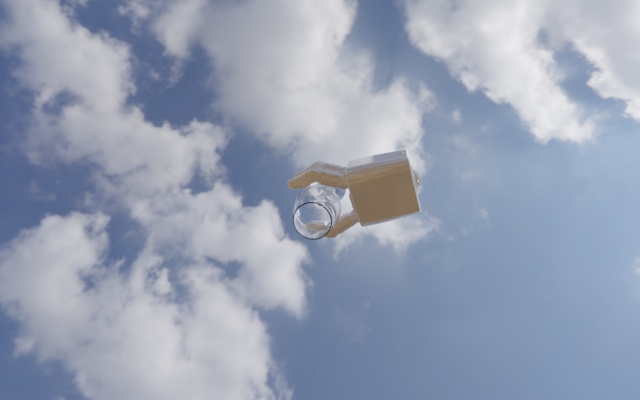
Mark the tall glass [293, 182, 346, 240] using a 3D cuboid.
[{"bbox_3d":[0.000,0.003,0.828,0.079,0.079,0.201,0,17,8],"label":"tall glass"}]
